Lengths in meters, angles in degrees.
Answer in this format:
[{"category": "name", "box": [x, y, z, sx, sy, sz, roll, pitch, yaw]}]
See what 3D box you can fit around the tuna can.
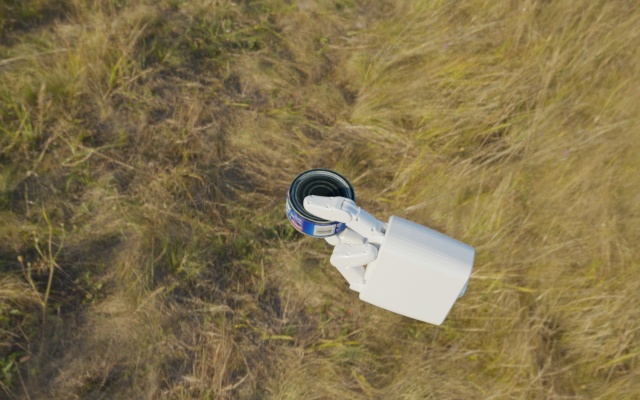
[{"category": "tuna can", "box": [0.000, 0.002, 0.594, 0.086, 0.086, 0.034, 0, -35, -6]}]
